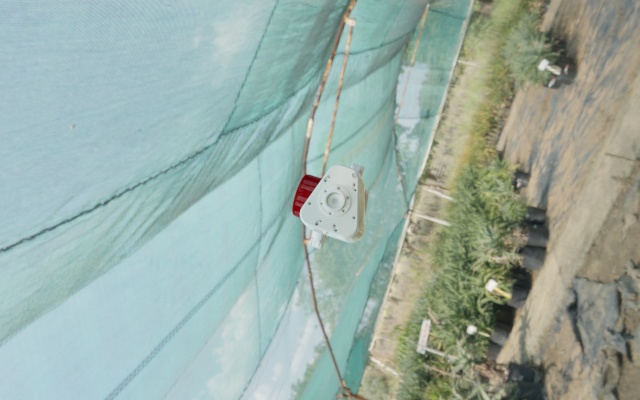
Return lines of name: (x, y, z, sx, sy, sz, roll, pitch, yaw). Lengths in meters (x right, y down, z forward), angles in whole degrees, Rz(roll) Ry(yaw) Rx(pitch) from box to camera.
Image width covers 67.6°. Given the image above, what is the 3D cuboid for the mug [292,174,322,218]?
mug: (0.000, 0.003, 0.884, 0.081, 0.093, 0.117, 18, -7, 9)
